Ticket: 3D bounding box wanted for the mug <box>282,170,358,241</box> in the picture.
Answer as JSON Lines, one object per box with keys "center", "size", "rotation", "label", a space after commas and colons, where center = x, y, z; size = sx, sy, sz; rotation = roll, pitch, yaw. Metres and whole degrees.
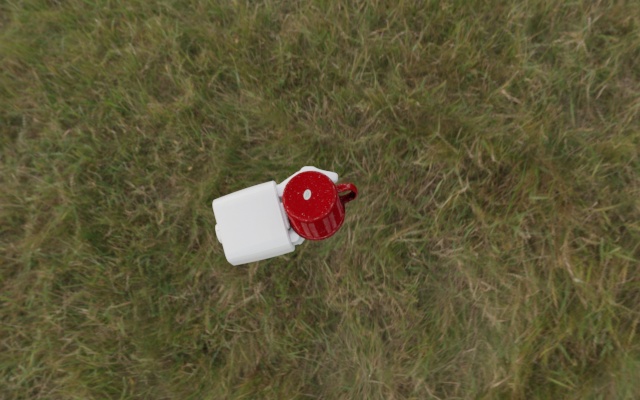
{"center": [0.001, 0.002, 0.720], "size": [0.117, 0.093, 0.081], "rotation": [-17, -21, 2], "label": "mug"}
